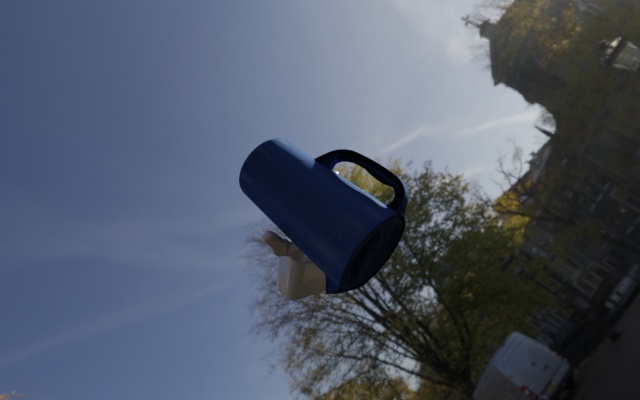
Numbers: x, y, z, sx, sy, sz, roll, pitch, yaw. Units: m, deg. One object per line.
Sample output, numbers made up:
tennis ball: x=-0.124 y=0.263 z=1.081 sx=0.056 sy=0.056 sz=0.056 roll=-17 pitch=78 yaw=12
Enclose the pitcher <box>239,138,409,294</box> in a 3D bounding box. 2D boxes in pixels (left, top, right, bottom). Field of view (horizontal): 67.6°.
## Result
pitcher: x=0.000 y=0.002 z=0.700 sx=0.149 sy=0.145 sz=0.242 roll=-31 pitch=57 yaw=-34
